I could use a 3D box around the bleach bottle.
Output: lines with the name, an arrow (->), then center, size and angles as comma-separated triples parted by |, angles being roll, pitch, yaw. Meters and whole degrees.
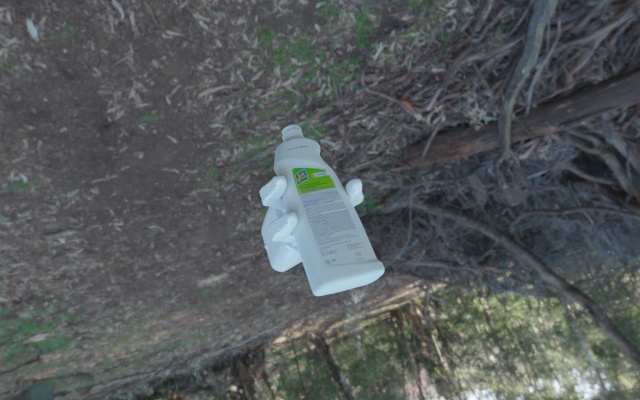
bleach bottle -> 0.000, 0.002, 0.681 | 0.102, 0.250, 0.068 | -9, -23, -23
